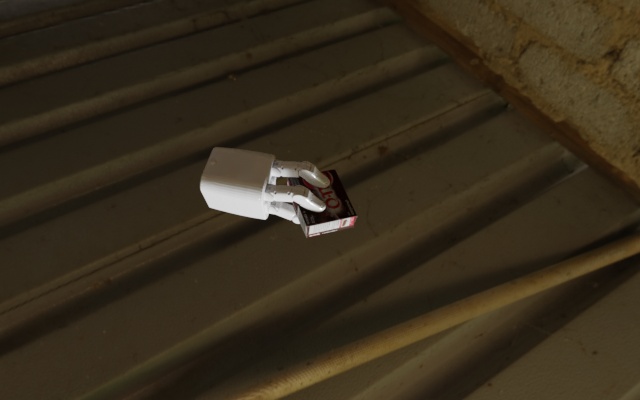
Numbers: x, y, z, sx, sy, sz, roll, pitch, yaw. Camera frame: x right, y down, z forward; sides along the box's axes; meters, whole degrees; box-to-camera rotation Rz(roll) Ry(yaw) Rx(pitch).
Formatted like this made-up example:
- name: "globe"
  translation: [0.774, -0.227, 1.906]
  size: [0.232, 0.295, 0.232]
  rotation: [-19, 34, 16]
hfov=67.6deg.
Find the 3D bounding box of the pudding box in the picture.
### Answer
- name: "pudding box"
  translation: [0.000, 0.003, 0.818]
  size: [0.090, 0.113, 0.039]
  rotation: [-12, -35, -16]
